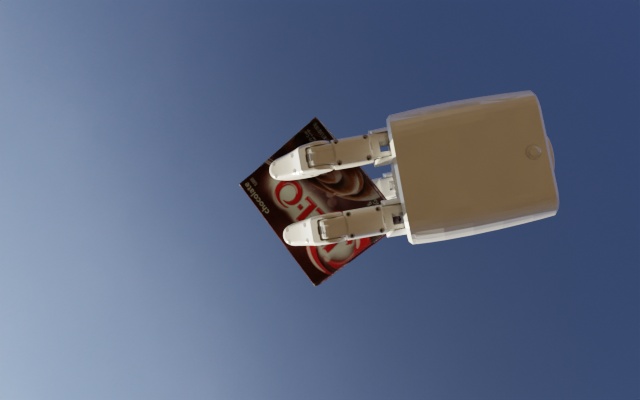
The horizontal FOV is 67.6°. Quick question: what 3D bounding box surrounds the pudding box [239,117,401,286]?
[{"bbox_3d":[0.000,0.001,0.409,0.090,0.113,0.039,-40,-10,12],"label":"pudding box"}]
